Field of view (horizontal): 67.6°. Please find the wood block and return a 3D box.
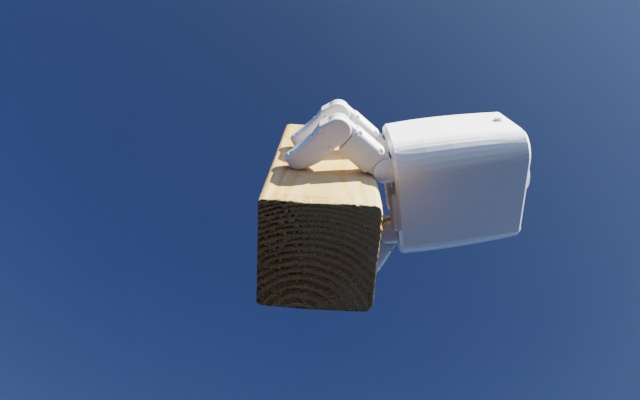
[{"bbox_3d":[0.000,0.002,0.438,0.090,0.091,0.206,3,23,1],"label":"wood block"}]
